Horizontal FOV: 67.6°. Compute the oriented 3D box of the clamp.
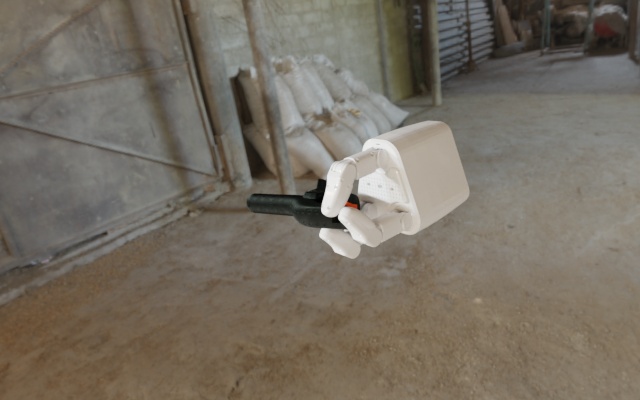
[{"bbox_3d":[0.000,0.001,0.586,0.120,0.039,0.171,-24,25,-34],"label":"clamp"}]
